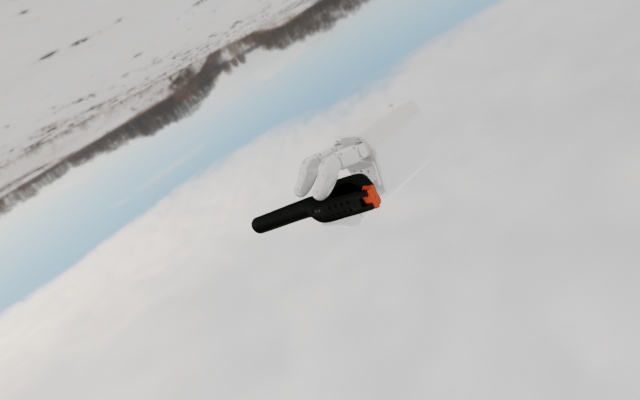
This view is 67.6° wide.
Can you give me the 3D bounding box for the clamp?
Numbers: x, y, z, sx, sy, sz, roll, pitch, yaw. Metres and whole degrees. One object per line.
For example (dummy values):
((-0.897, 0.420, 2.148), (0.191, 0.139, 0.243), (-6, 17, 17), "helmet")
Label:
((0.001, 0.003, 0.667), (0.164, 0.036, 0.210), (-37, 20, -22), "clamp")
